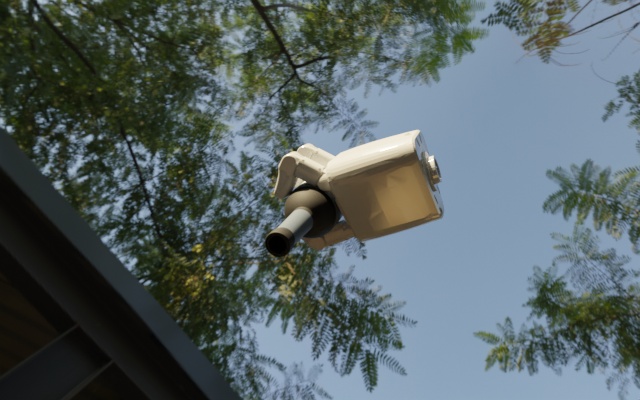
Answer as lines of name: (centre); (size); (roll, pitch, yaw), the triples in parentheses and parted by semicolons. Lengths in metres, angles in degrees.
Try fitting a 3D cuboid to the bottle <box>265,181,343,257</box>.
bottle: (0.000, 0.002, 0.607); (0.069, 0.069, 0.295); (0, 17, 18)
